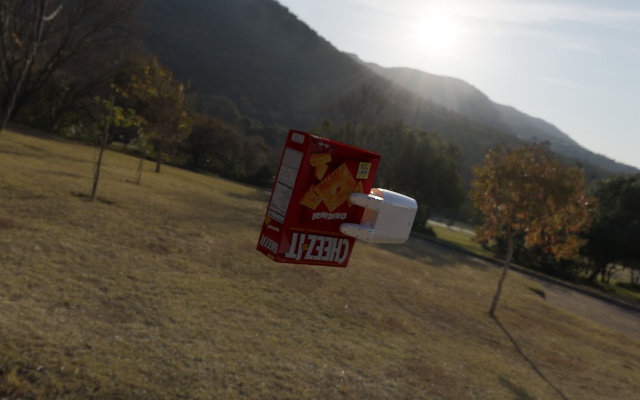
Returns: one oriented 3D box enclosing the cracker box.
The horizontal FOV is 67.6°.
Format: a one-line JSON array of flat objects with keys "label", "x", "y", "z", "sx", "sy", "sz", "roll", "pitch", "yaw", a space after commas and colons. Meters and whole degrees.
[{"label": "cracker box", "x": 0.000, "y": 0.002, "z": 0.819, "sx": 0.164, "sy": 0.214, "sz": 0.072, "roll": 11, "pitch": 9, "yaw": -39}]
